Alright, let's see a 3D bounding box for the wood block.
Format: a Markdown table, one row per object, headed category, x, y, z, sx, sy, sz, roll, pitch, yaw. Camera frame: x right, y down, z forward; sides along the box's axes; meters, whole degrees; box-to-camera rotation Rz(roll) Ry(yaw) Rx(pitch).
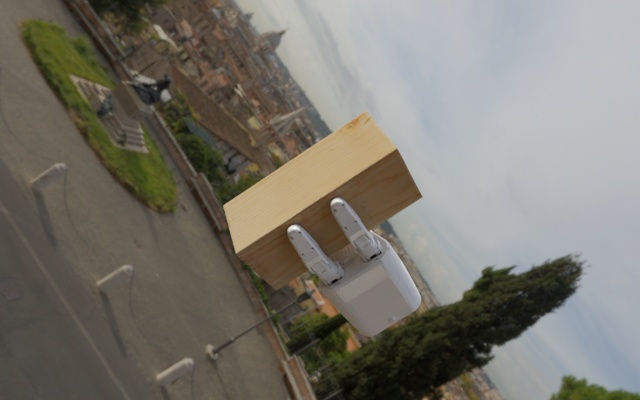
| category | x | y | z | sx | sy | sz | roll | pitch | yaw |
| --- | --- | --- | --- | --- | --- | --- | --- | --- | --- |
| wood block | 0.000 | 0.002 | 0.566 | 0.206 | 0.090 | 0.090 | -33 | -48 | 5 |
